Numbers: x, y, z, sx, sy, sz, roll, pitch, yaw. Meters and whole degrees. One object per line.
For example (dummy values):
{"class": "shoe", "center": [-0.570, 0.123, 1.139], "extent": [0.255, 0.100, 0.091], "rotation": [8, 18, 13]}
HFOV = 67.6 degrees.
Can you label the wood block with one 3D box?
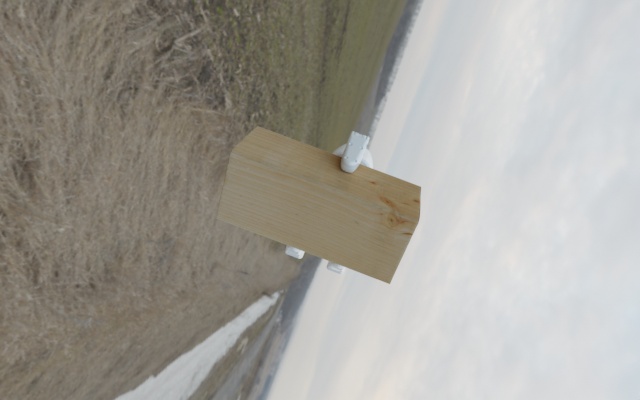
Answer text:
{"class": "wood block", "center": [0.000, 0.001, 0.543], "extent": [0.206, 0.091, 0.090], "rotation": [20, 29, 3]}
